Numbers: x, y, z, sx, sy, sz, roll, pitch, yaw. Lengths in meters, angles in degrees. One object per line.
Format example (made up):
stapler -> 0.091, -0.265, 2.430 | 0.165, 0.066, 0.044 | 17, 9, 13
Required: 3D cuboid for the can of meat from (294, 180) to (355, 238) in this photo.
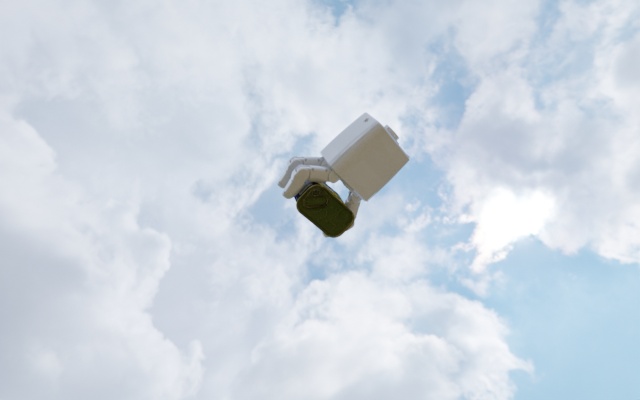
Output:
can of meat -> 0.000, 0.003, 0.803 | 0.102, 0.057, 0.084 | 40, 10, -25
